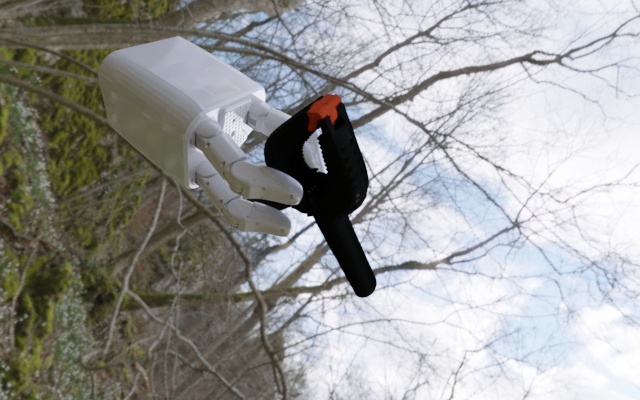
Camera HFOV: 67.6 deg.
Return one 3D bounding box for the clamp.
[{"bbox_3d":[0.000,0.000,0.416,0.164,0.036,0.210,33,-35,9],"label":"clamp"}]
